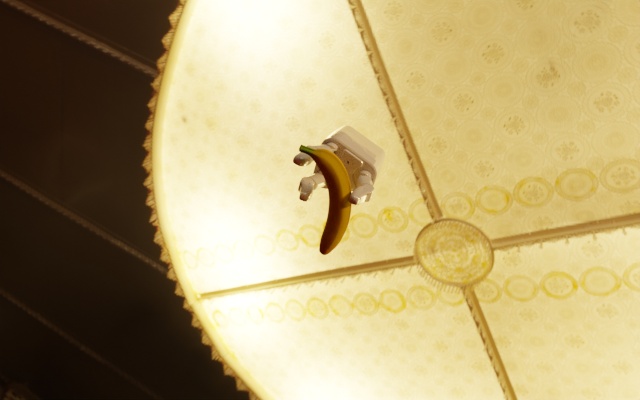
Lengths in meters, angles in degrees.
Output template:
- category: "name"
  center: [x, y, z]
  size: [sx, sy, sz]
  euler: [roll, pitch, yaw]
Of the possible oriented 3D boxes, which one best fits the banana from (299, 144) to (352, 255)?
- category: "banana"
  center: [0.018, -0.002, 0.774]
  size: [0.069, 0.198, 0.037]
  euler: [-5, 22, 14]
